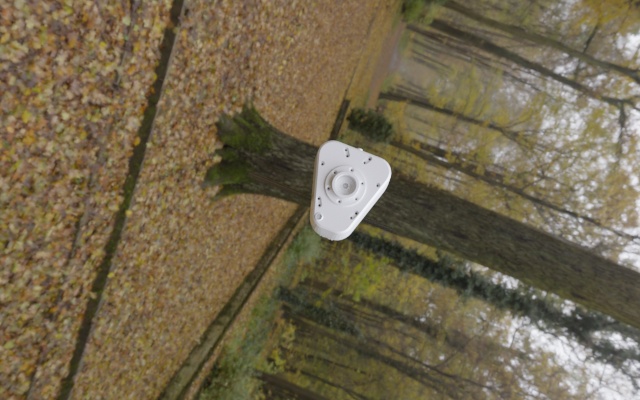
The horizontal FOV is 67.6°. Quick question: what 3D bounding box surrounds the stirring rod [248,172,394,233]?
[{"bbox_3d":[0.000,0.002,0.740,0.239,0.011,0.011,22,1,3],"label":"stirring rod"}]
